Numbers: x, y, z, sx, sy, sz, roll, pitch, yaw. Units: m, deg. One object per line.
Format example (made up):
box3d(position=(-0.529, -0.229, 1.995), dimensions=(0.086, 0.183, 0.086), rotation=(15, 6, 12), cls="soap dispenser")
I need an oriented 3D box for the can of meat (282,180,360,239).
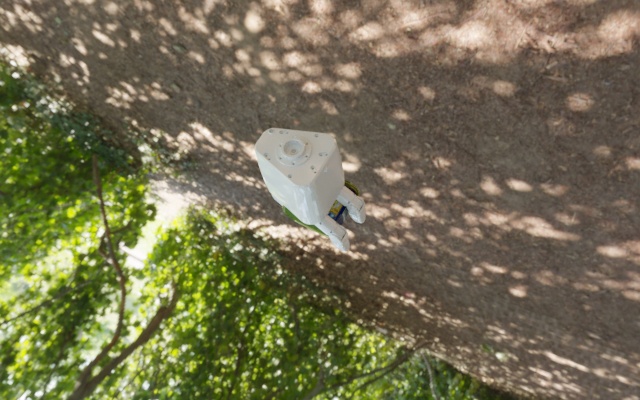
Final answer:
box3d(position=(0.000, 0.003, 0.777), dimensions=(0.102, 0.084, 0.057), rotation=(25, -23, 15), cls="can of meat")
